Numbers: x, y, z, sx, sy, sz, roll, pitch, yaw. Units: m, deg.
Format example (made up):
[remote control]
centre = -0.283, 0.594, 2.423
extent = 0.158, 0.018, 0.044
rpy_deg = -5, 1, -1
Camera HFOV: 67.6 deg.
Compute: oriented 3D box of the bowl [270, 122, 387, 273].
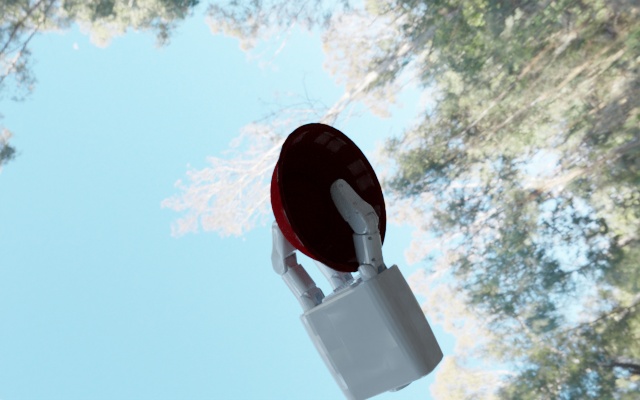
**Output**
[bowl]
centre = -0.001, 0.001, 0.509
extent = 0.055, 0.162, 0.162
rpy_deg = -22, -15, 41
